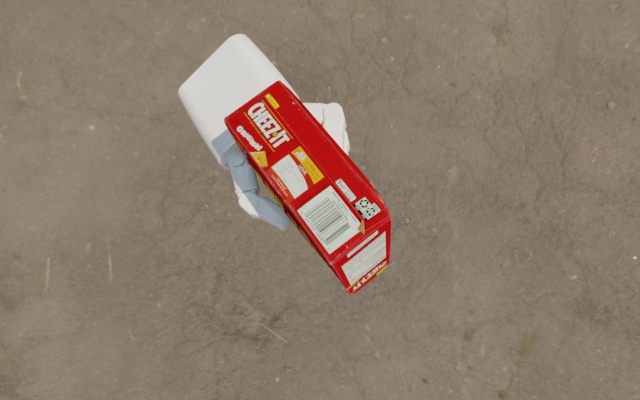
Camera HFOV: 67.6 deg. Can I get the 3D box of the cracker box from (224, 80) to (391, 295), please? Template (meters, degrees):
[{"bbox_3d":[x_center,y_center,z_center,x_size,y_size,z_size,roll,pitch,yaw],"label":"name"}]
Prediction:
[{"bbox_3d":[0.000,0.002,0.492,0.072,0.164,0.214,-37,-19,-4],"label":"cracker box"}]
